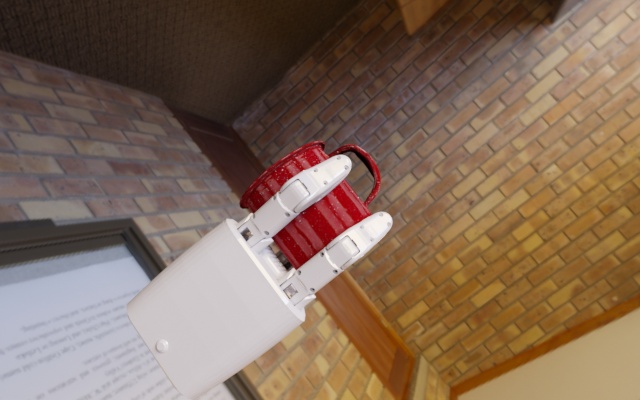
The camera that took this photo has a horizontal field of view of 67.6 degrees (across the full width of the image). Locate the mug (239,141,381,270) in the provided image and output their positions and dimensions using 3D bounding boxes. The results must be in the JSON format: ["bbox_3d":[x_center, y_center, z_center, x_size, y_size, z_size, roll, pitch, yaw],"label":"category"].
[{"bbox_3d":[0.001,0.001,0.416,0.117,0.081,0.093,-38,-8,0],"label":"mug"}]
